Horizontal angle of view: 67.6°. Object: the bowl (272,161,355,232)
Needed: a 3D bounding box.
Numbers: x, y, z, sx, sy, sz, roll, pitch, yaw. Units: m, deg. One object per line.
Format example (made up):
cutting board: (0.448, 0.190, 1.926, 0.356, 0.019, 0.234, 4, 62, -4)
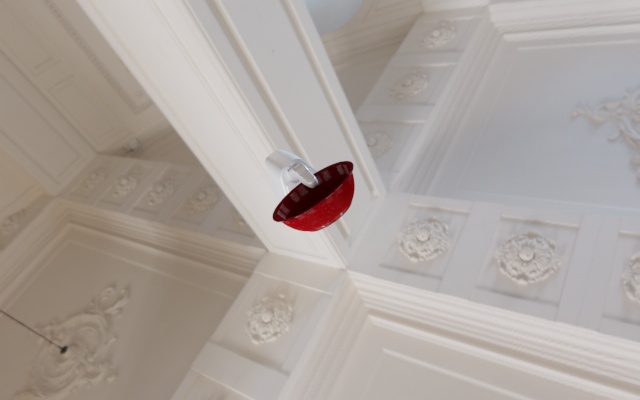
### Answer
bowl: (0.001, 0.003, 0.798, 0.162, 0.055, 0.162, -32, 18, 11)
